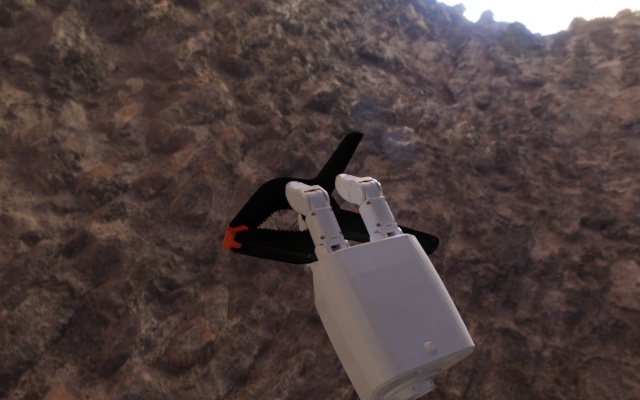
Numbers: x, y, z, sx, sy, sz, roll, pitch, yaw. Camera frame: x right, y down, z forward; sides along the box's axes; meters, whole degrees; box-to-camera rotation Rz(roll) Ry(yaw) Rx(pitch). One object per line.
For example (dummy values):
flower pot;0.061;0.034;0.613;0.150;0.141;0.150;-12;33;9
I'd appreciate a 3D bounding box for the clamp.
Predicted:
clamp;-0.001;0.002;0.480;0.210;0.164;0.036;-10;-33;-27
